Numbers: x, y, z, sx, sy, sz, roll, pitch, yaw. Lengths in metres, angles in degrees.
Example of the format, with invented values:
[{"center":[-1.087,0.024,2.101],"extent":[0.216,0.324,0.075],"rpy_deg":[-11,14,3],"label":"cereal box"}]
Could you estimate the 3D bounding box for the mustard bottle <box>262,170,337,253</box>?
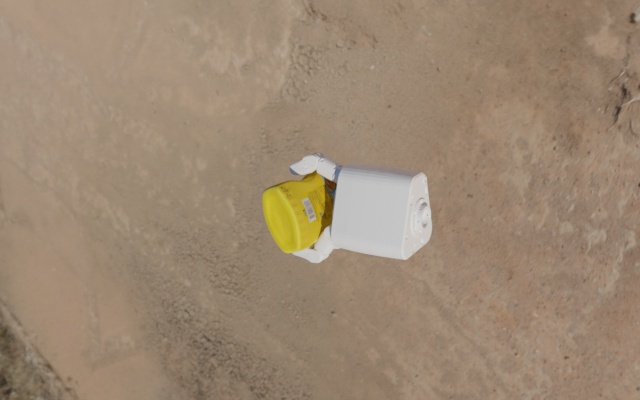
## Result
[{"center":[0.000,0.002,0.713],"extent":[0.058,0.096,0.191],"rpy_deg":[-18,5,39],"label":"mustard bottle"}]
